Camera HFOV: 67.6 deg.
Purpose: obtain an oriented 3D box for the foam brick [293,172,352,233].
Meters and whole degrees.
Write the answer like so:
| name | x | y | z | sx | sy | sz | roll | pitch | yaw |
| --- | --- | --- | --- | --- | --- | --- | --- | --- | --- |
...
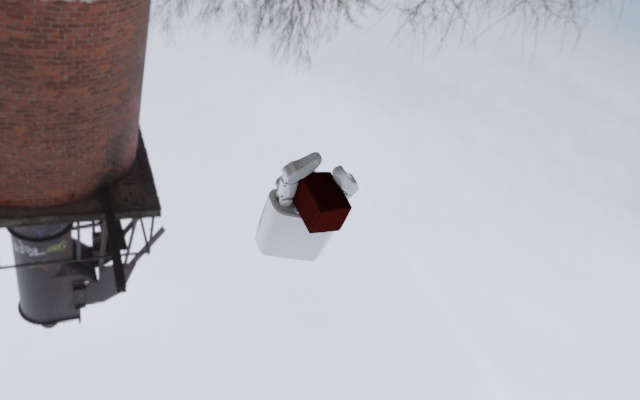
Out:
| name | x | y | z | sx | sy | sz | roll | pitch | yaw |
| --- | --- | --- | --- | --- | --- | --- | --- | --- | --- |
| foam brick | 0.000 | 0.002 | 0.693 | 0.053 | 0.078 | 0.051 | -3 | -43 | -31 |
